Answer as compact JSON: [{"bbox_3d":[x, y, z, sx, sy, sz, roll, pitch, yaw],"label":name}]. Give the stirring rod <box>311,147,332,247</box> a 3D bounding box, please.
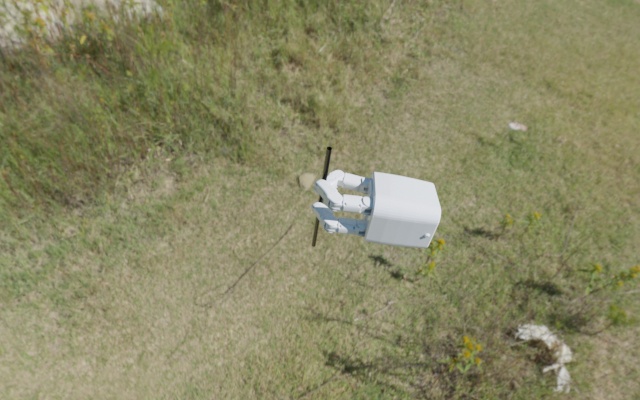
[{"bbox_3d":[0.000,0.003,0.798,0.011,0.011,0.240,0,-42,-8],"label":"stirring rod"}]
